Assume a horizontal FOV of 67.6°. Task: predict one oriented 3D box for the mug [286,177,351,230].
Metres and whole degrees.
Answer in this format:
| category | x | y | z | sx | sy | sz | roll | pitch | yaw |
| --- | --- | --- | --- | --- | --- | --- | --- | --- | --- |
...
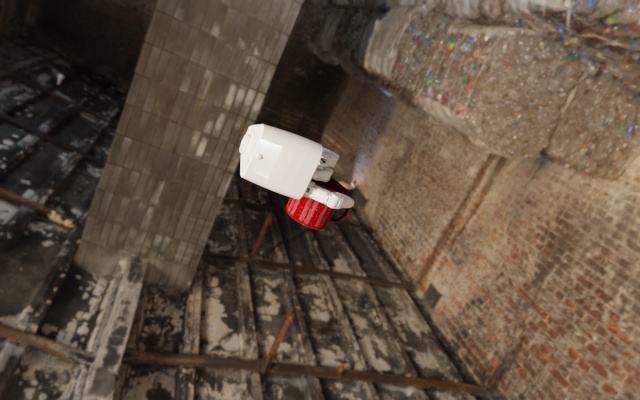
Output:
| category | x | y | z | sx | sy | sz | roll | pitch | yaw |
| --- | --- | --- | --- | --- | --- | --- | --- | --- | --- |
| mug | 0.001 | 0.003 | 0.866 | 0.117 | 0.081 | 0.093 | 21 | 16 | -20 |
